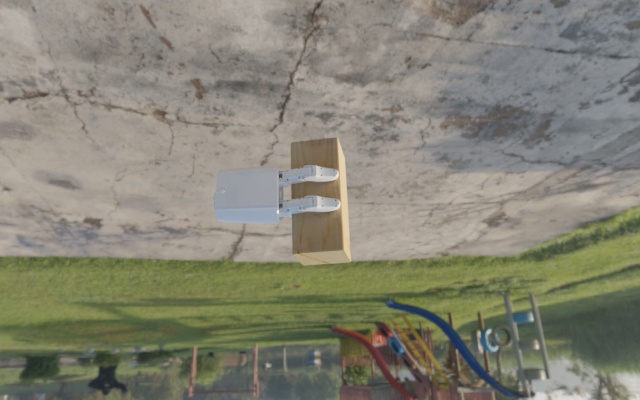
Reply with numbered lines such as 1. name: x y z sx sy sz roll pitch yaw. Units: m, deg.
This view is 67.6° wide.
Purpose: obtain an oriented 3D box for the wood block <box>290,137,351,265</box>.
1. wood block: 0.000 0.003 0.852 0.090 0.206 0.091 -5 -21 9
